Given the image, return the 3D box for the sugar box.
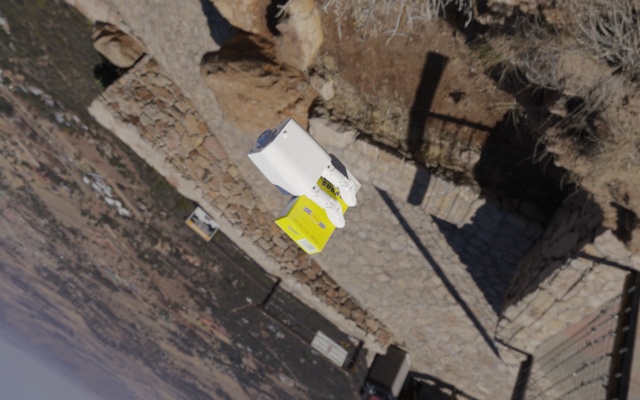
[{"bbox_3d":[0.000,0.003,0.883,0.093,0.176,0.048,46,-34,-19],"label":"sugar box"}]
